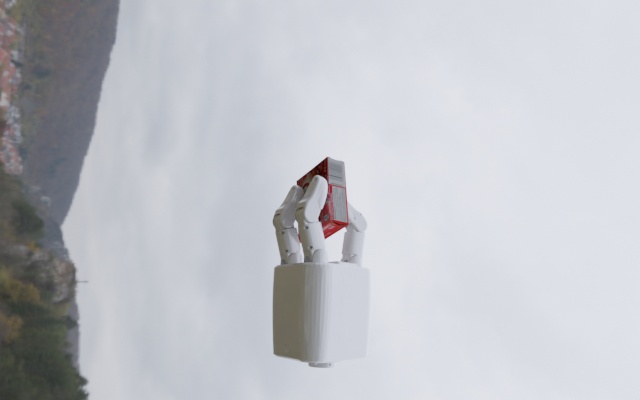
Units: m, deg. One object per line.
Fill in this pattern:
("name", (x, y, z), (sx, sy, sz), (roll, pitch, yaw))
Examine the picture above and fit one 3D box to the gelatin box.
("gelatin box", (0.000, 0.002, 0.588), (0.030, 0.089, 0.073), (14, -30, -30))
